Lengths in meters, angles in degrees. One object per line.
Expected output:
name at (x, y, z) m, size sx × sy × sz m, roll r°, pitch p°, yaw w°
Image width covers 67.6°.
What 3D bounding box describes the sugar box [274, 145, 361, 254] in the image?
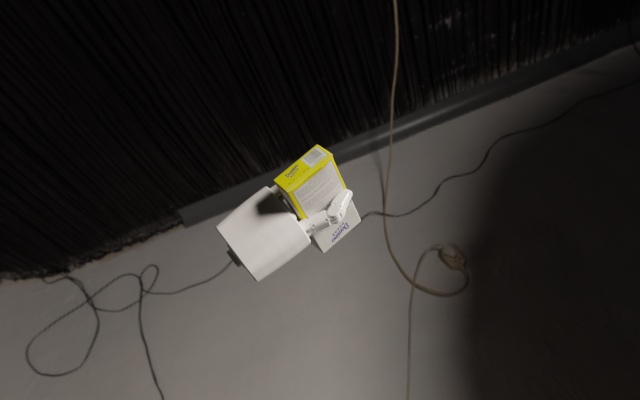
sugar box at (0.000, 0.002, 0.781) m, size 0.048 × 0.093 × 0.176 m, roll 41°, pitch -15°, yaw 38°
